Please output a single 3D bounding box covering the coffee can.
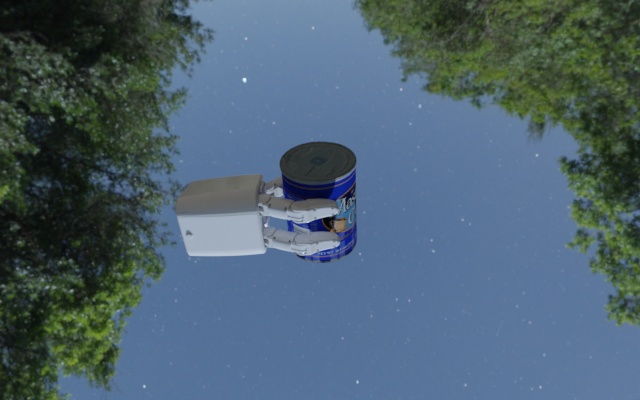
[{"bbox_3d":[0.000,0.002,0.675,0.103,0.140,0.102,-2,36,2],"label":"coffee can"}]
